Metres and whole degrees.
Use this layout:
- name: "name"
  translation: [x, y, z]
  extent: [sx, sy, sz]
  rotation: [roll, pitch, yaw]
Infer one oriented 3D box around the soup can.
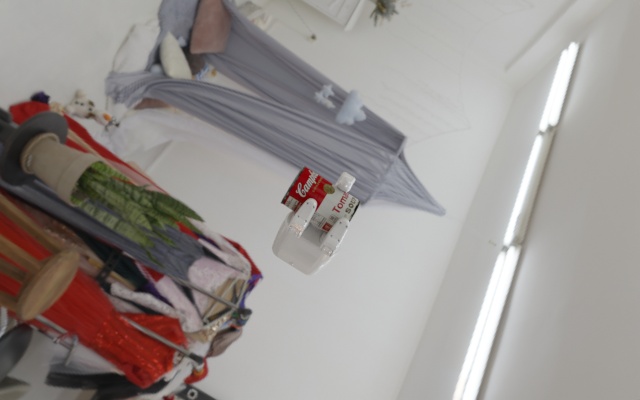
- name: "soup can"
  translation: [0.001, 0.002, 0.723]
  extent: [0.102, 0.068, 0.068]
  rotation: [32, -1, -1]
